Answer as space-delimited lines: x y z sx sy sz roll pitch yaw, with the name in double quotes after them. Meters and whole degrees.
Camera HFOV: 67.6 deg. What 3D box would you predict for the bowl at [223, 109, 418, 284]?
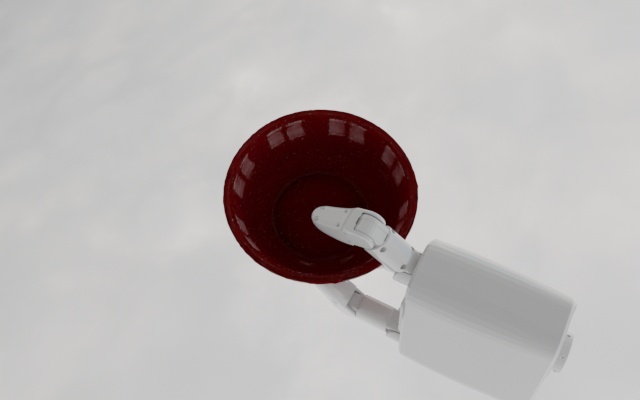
-0.001 0.001 0.418 0.162 0.162 0.055 0 -26 0 "bowl"
